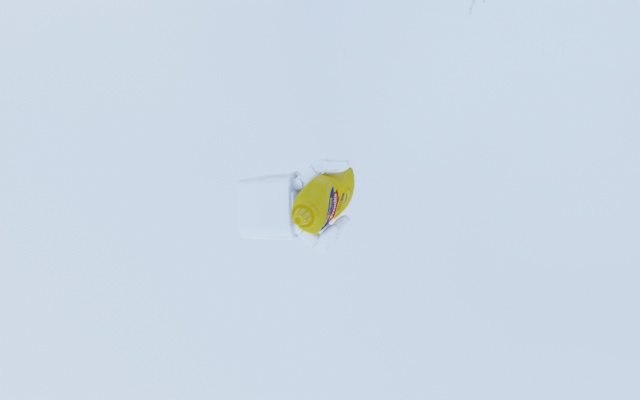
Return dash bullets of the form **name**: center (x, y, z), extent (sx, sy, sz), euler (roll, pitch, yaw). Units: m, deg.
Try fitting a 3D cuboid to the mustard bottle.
- **mustard bottle**: center (0.001, 0.003, 0.786), extent (0.058, 0.096, 0.191), euler (22, 22, 15)
